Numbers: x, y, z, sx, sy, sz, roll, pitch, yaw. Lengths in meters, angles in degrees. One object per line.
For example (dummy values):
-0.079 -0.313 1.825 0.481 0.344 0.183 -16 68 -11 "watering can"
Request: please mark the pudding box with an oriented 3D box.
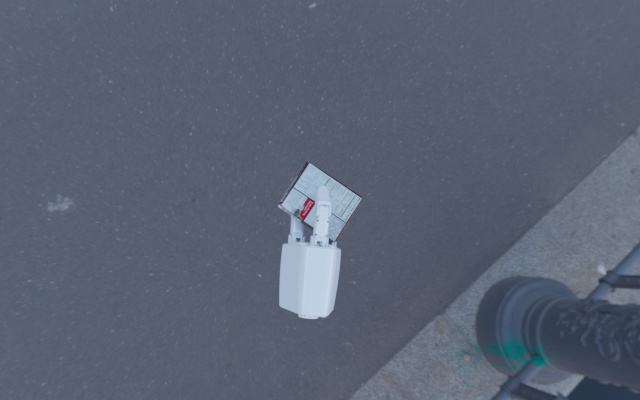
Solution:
0.000 0.003 0.786 0.113 0.090 0.039 34 -6 -7 "pudding box"
